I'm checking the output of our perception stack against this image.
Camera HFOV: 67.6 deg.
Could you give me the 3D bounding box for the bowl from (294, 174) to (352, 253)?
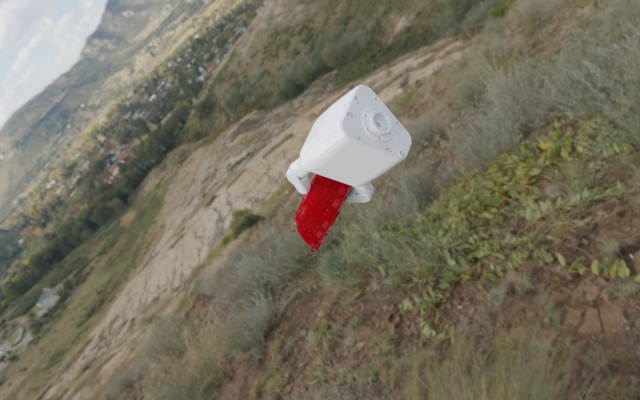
[{"bbox_3d":[-0.001,0.003,0.789,0.055,0.162,0.162,27,-2,-4],"label":"bowl"}]
